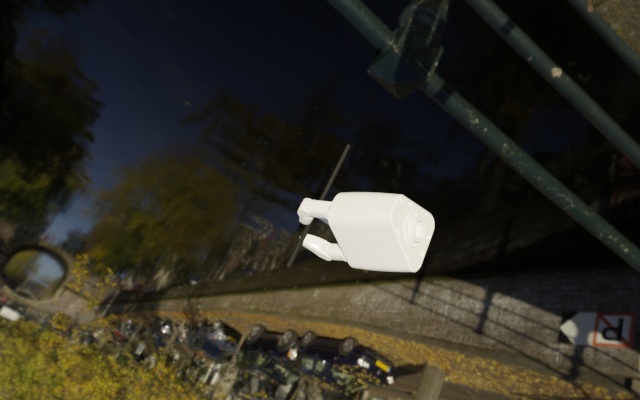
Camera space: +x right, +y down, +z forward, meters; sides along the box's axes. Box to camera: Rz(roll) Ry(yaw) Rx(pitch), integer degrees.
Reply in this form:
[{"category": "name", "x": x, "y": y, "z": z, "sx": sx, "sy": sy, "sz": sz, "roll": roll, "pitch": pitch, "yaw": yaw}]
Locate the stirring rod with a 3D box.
[{"category": "stirring rod", "x": 0.000, "y": 0.002, "z": 0.767, "sx": 0.011, "sy": 0.239, "sz": 0.011, "roll": 21, "pitch": -27, "yaw": 11}]
